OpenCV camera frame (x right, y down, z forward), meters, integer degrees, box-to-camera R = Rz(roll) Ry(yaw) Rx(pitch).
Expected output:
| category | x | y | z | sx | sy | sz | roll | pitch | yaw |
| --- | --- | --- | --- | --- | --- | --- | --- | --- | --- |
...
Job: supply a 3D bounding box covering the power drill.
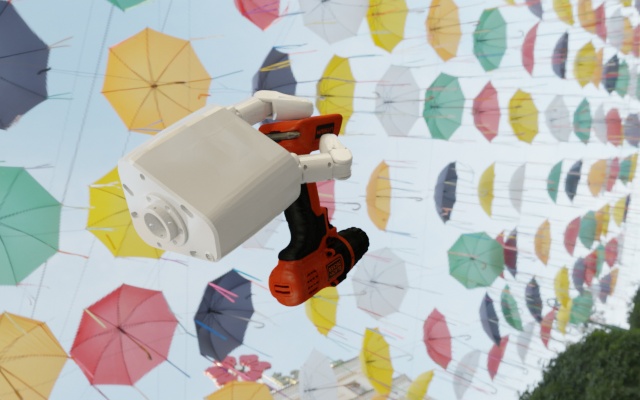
| category | x | y | z | sx | sy | sz | roll | pitch | yaw |
| --- | --- | --- | --- | --- | --- | --- | --- | --- | --- |
| power drill | 0.000 | 0.001 | 0.526 | 0.057 | 0.188 | 0.184 | -3 | 11 | 29 |
